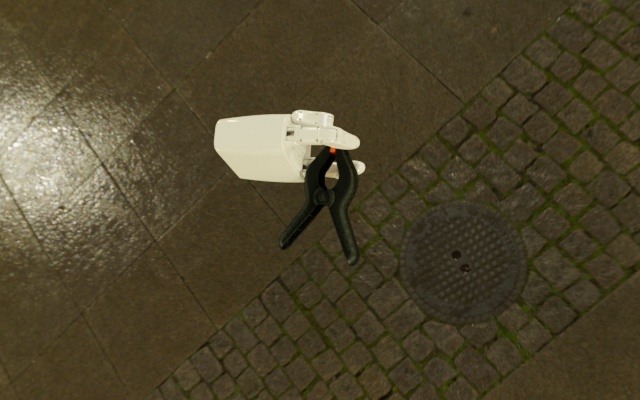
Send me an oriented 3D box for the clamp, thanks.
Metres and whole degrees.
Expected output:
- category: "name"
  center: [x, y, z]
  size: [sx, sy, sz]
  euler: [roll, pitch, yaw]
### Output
- category: "clamp"
  center: [0.000, 0.002, 0.663]
  size: [0.120, 0.171, 0.039]
  euler: [2, -7, 18]
